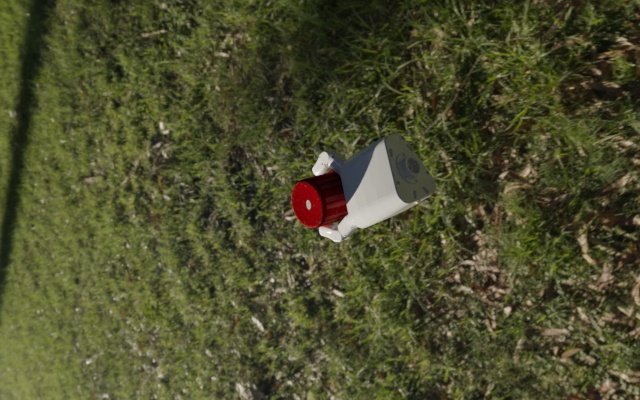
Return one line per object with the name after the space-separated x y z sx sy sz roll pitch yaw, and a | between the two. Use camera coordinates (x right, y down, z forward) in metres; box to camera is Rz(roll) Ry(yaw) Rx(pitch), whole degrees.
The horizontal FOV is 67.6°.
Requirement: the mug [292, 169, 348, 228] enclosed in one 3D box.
-0.001 0.003 0.796 0.081 0.093 0.117 -16 -13 -41 | mug
